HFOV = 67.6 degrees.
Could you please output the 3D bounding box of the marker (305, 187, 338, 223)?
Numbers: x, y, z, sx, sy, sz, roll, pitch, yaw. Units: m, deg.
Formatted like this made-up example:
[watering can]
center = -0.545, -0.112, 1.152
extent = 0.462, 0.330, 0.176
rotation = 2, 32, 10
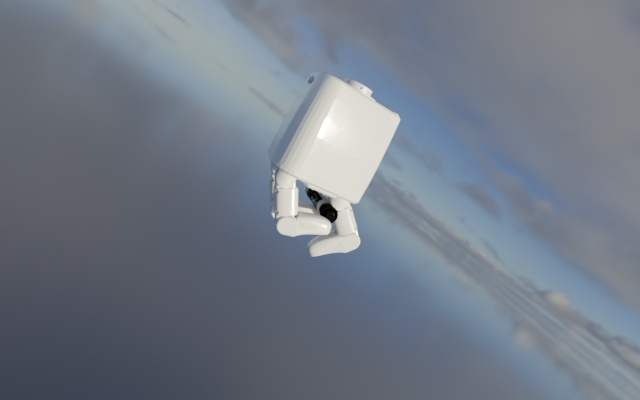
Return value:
[marker]
center = 0.000, 0.002, 0.567
extent = 0.020, 0.020, 0.121
rotation = 0, 15, -11
